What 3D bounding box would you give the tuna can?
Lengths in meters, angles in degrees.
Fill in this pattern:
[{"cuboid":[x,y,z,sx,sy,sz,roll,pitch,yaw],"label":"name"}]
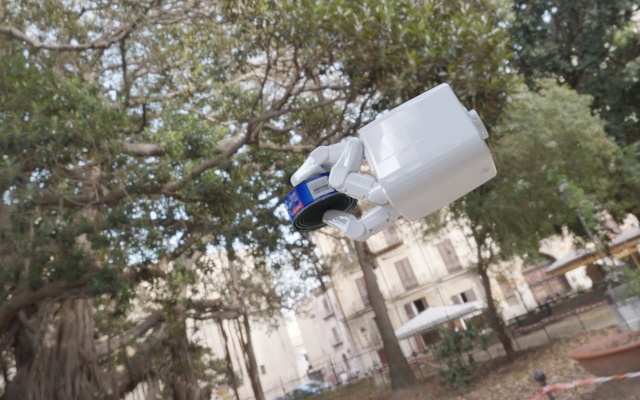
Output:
[{"cuboid":[0.000,0.001,0.575,0.086,0.033,0.086,-22,-23,-10],"label":"tuna can"}]
